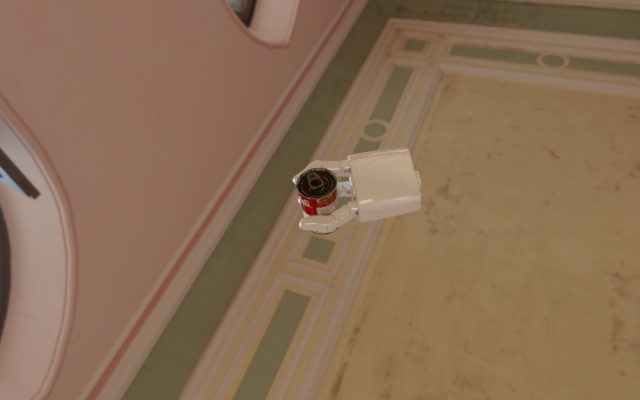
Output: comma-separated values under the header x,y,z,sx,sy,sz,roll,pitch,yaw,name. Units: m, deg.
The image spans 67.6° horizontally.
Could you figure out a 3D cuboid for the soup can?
x,y,z,sx,sy,sz,roll,pitch,yaw,name
0.000,0.003,0.818,0.068,0.068,0.102,0,-40,10,soup can
